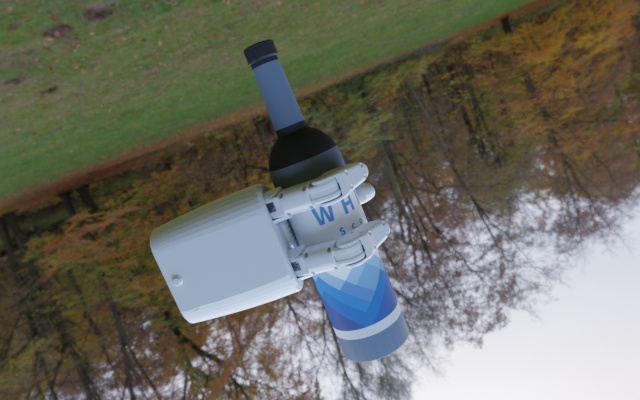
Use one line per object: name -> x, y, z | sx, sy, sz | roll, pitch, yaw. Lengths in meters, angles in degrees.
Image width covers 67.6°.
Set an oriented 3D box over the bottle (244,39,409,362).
bottle -> 0.000, 0.002, 0.435 | 0.069, 0.296, 0.069 | -21, 10, 4
